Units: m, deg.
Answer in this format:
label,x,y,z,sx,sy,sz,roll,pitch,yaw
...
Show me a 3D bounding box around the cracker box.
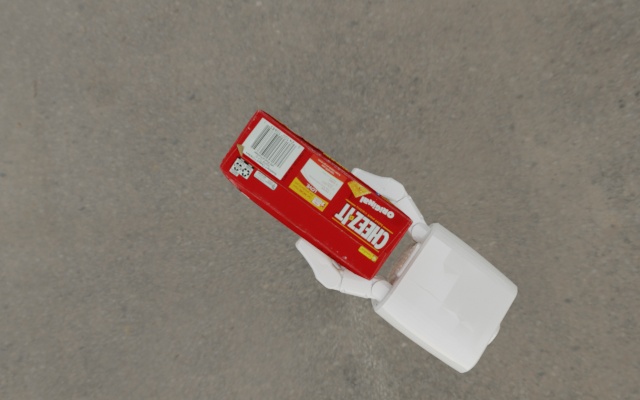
label,x,y,z,sx,sy,sz,roll,pitch,yaw
cracker box,0.000,0.001,0.501,0.164,0.072,0.214,36,-1,5
